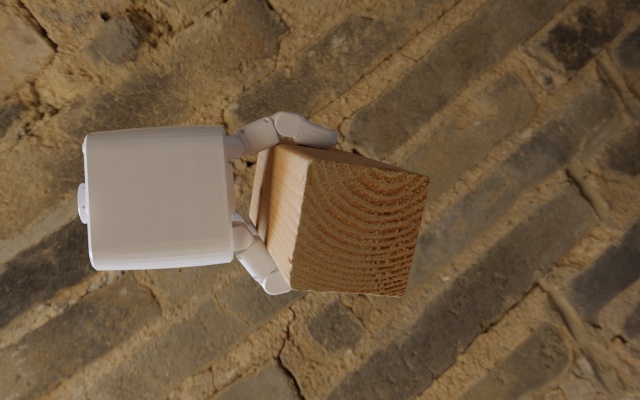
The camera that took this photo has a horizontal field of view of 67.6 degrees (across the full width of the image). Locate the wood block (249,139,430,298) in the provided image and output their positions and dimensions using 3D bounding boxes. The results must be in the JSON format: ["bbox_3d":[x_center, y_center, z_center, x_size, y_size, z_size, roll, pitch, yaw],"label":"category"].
[{"bbox_3d":[0.000,0.001,0.417,0.090,0.091,0.206,7,9,-17],"label":"wood block"}]
